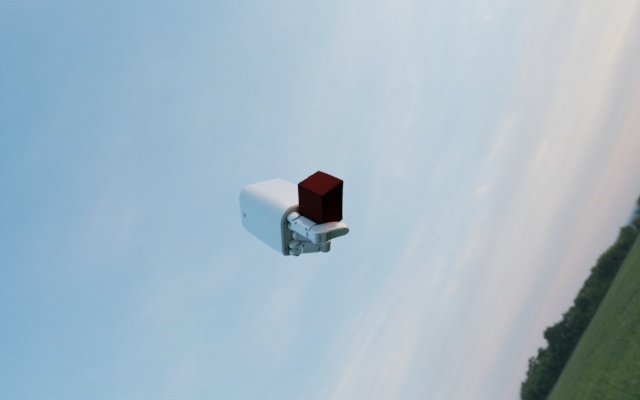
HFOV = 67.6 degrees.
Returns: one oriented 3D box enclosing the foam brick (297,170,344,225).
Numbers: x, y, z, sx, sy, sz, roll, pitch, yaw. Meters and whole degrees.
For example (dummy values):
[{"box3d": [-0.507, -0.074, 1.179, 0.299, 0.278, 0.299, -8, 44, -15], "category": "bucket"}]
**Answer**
[{"box3d": [0.000, 0.002, 0.744, 0.051, 0.078, 0.053, 27, 44, 32], "category": "foam brick"}]
